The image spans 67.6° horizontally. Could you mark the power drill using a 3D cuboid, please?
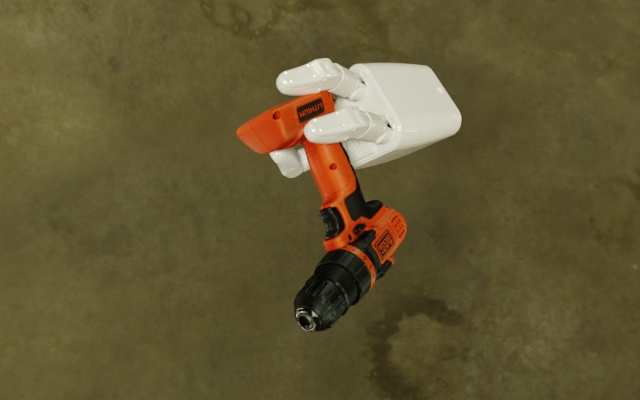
[{"bbox_3d":[0.000,0.001,0.441,0.057,0.188,0.184,-19,12,36],"label":"power drill"}]
